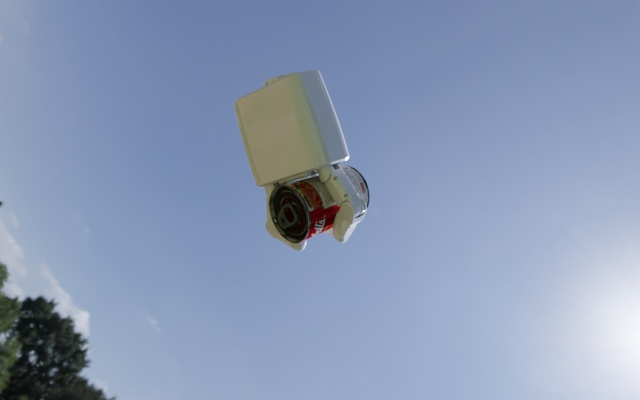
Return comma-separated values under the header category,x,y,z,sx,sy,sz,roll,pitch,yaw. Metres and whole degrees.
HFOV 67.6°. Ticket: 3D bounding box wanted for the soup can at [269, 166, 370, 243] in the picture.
category,x,y,z,sx,sy,sz,roll,pitch,yaw
soup can,0.001,0.002,0.561,0.102,0.068,0.068,-21,13,-40
